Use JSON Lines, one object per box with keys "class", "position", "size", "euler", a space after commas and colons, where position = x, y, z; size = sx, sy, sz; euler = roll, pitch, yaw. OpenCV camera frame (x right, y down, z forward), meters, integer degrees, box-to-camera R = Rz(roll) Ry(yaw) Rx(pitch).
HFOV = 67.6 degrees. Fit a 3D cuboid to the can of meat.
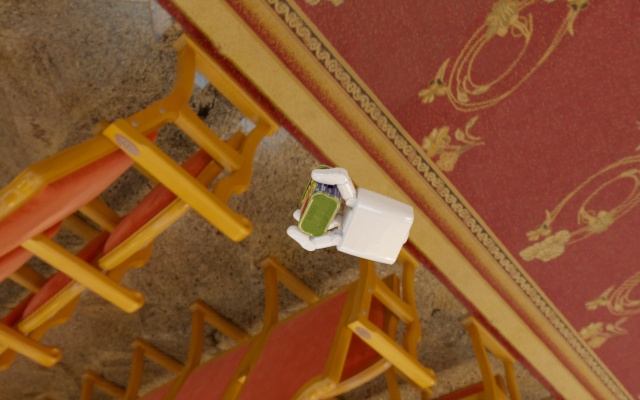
{"class": "can of meat", "position": [0.000, 0.003, 0.846], "size": [0.057, 0.102, 0.084], "euler": [20, 36, -9]}
